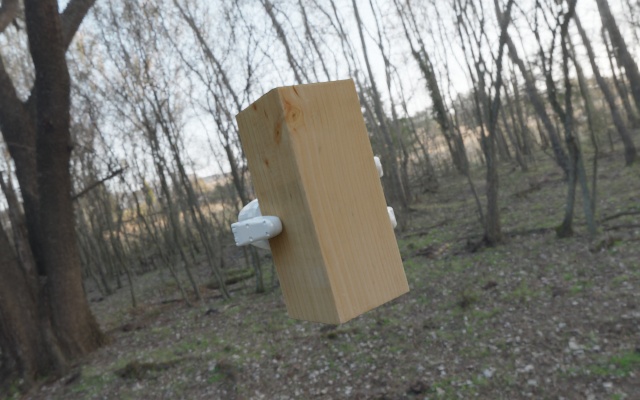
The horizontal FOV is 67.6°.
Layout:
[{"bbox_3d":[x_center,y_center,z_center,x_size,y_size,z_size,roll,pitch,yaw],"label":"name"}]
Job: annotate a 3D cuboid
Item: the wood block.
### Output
[{"bbox_3d":[0.000,0.001,0.456,0.091,0.206,0.090,-16,2,-34],"label":"wood block"}]
